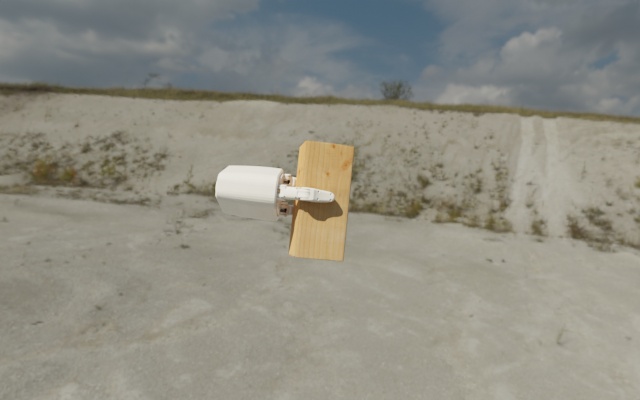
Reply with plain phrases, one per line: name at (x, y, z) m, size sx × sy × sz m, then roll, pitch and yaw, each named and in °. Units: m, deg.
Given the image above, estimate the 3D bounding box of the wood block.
wood block at (0.000, 0.003, 0.877) m, size 0.090 × 0.206 × 0.091 m, roll 6°, pitch -3°, yaw -10°
